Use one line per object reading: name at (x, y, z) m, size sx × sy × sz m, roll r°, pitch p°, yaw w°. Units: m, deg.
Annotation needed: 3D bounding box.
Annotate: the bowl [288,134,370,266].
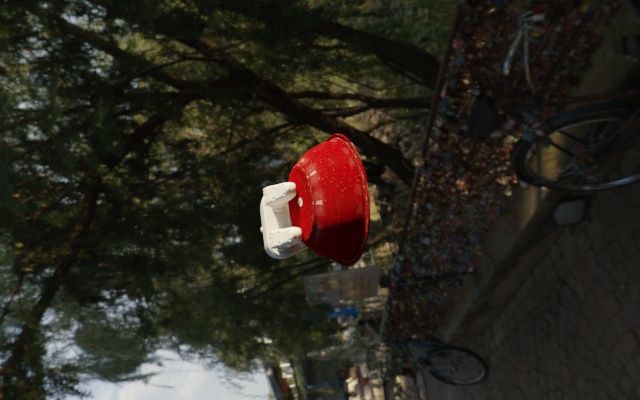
bowl at (0.000, 0.001, 0.573) m, size 0.055 × 0.162 × 0.162 m, roll -5°, pitch 2°, yaw -21°
